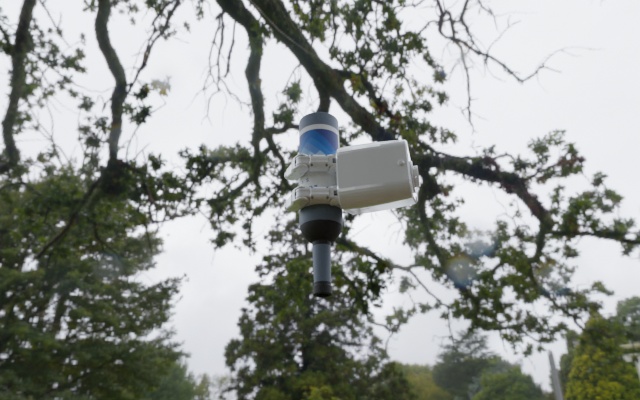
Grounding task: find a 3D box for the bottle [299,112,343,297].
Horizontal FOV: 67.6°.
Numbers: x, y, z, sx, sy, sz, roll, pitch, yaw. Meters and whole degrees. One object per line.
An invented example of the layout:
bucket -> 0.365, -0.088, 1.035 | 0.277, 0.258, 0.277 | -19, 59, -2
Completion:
bottle -> 0.000, 0.002, 0.743 | 0.069, 0.295, 0.069 | -1, -25, -1
